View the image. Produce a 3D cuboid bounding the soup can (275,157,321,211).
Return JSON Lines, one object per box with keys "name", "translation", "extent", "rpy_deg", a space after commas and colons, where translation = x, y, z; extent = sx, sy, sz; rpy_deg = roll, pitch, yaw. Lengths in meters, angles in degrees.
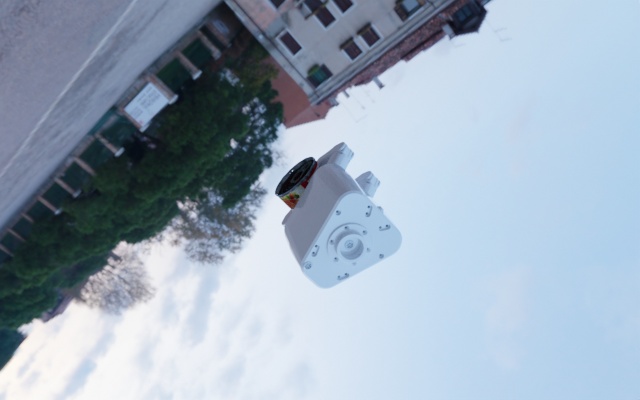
{"name": "soup can", "translation": [0.000, 0.002, 0.621], "extent": [0.102, 0.068, 0.068], "rpy_deg": [45, -20, -21]}
